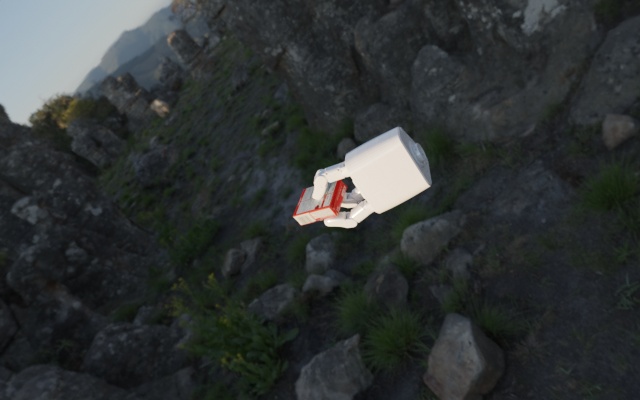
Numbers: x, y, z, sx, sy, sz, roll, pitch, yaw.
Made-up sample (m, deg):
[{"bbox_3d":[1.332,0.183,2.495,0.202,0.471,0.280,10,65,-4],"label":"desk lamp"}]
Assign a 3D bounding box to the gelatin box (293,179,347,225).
[{"bbox_3d":[0.000,0.003,0.881,0.089,0.073,0.030,-16,-51,35],"label":"gelatin box"}]
